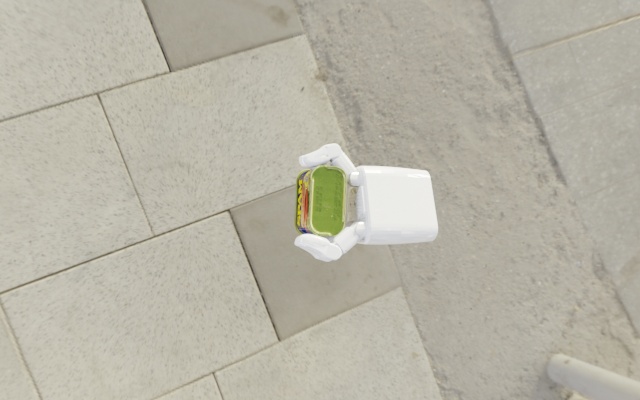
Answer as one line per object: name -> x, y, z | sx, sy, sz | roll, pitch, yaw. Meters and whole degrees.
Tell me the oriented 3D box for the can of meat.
can of meat -> 0.000, 0.002, 0.680 | 0.057, 0.102, 0.084 | 3, -3, -15
